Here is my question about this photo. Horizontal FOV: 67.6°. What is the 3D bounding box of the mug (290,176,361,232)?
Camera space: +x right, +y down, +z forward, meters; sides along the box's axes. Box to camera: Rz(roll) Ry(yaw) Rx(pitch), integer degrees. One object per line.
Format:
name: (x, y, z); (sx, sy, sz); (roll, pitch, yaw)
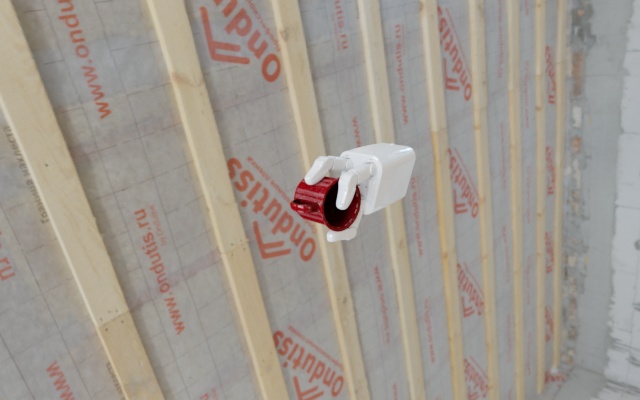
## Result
mug: (-0.001, 0.003, 0.810); (0.117, 0.093, 0.081); (-16, 20, -40)
